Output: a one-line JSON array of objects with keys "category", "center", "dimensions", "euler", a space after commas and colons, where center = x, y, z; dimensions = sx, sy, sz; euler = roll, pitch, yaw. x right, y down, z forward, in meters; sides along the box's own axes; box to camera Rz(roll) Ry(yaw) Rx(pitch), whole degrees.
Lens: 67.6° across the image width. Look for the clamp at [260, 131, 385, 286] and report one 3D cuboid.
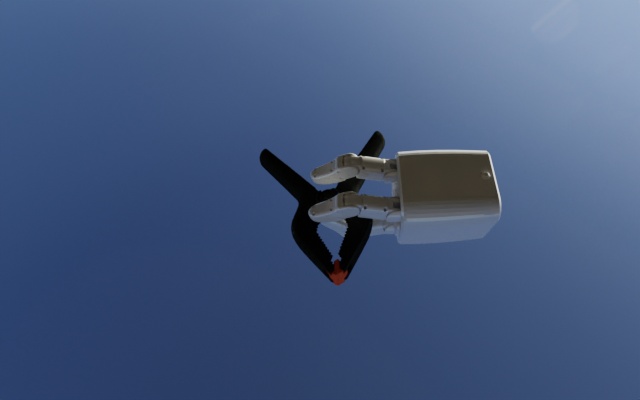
[{"category": "clamp", "center": [0.000, 0.003, 0.577], "dimensions": [0.164, 0.209, 0.036], "euler": [-4, -36, 8]}]
